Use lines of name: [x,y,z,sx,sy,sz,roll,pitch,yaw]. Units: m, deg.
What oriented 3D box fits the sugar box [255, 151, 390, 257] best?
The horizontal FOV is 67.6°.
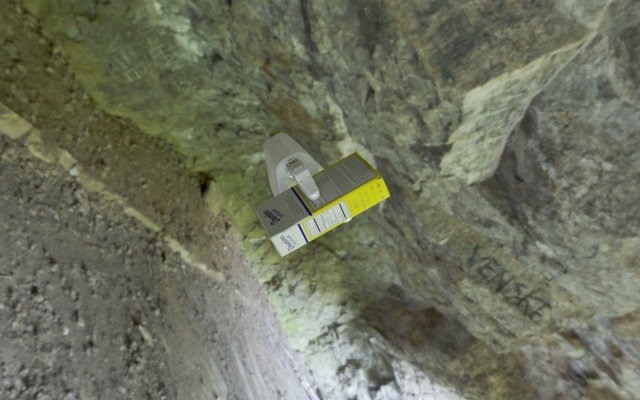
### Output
sugar box: [0.000,0.003,0.689,0.176,0.048,0.093,-31,34,-4]
